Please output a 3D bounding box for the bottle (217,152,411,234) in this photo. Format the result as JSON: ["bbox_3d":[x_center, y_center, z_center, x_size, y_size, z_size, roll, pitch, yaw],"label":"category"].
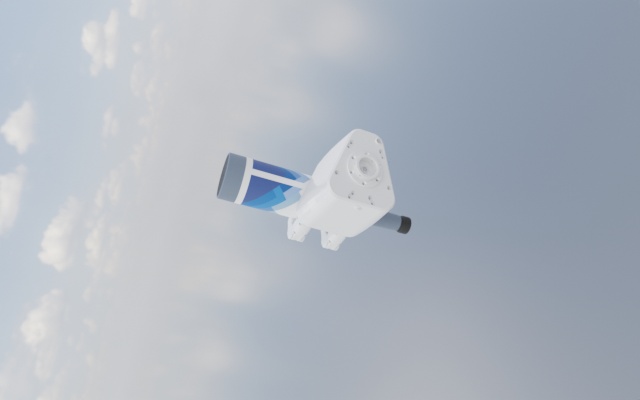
[{"bbox_3d":[0.000,0.002,0.706,0.296,0.069,0.069,15,-5,-17],"label":"bottle"}]
